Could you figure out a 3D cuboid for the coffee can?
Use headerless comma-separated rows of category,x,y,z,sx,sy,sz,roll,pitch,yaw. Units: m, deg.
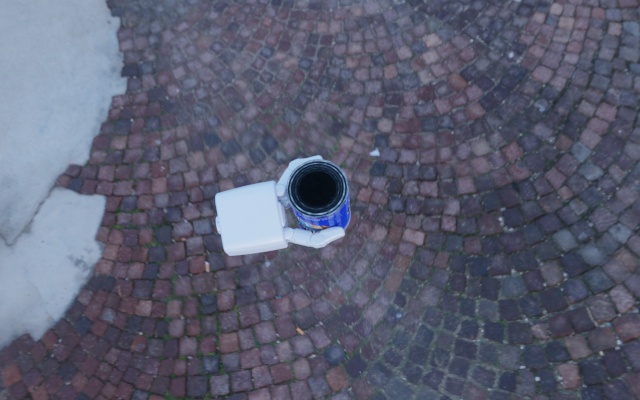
coffee can,0.000,0.003,0.838,0.103,0.102,0.140,0,-20,5
